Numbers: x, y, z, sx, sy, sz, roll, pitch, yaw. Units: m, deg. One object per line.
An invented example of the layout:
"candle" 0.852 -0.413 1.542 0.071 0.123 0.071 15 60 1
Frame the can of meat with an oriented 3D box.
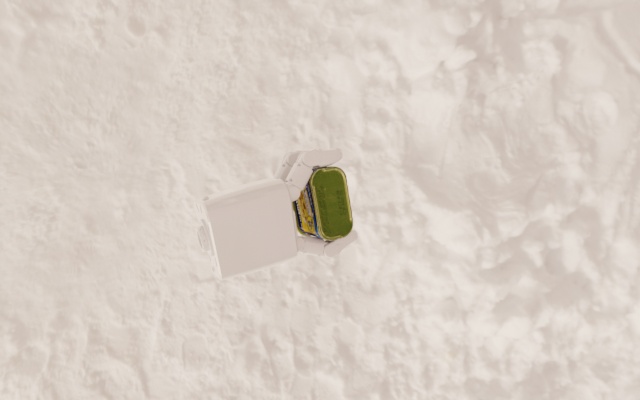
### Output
"can of meat" 0.000 0.002 0.659 0.057 0.102 0.084 -13 8 -22
